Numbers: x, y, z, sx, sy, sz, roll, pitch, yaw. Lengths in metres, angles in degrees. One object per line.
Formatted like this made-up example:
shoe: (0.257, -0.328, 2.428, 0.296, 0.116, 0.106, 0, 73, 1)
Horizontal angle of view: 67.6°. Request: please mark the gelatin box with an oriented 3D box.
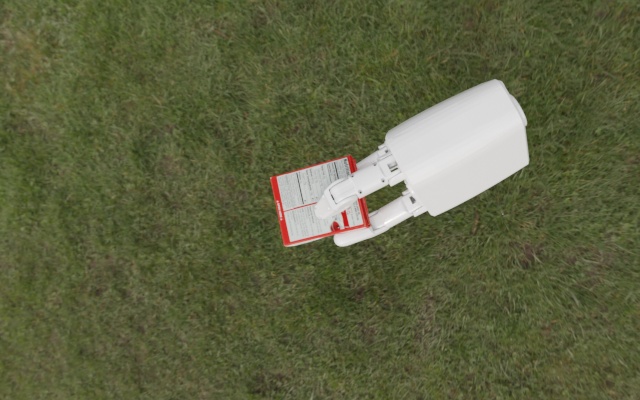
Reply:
gelatin box: (0.000, 0.002, 0.485, 0.089, 0.073, 0.030, -15, -8, 12)
